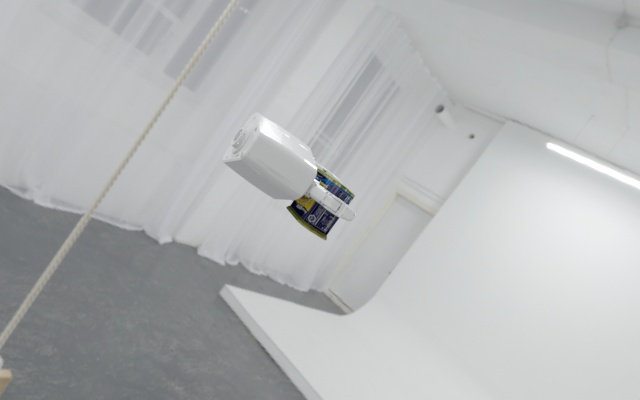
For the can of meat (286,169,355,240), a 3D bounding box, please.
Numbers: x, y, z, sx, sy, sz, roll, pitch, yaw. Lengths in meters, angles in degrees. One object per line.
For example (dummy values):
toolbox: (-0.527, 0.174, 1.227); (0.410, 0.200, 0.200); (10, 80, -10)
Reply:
can of meat: (0.000, 0.002, 0.747); (0.057, 0.084, 0.102); (34, 3, -24)
